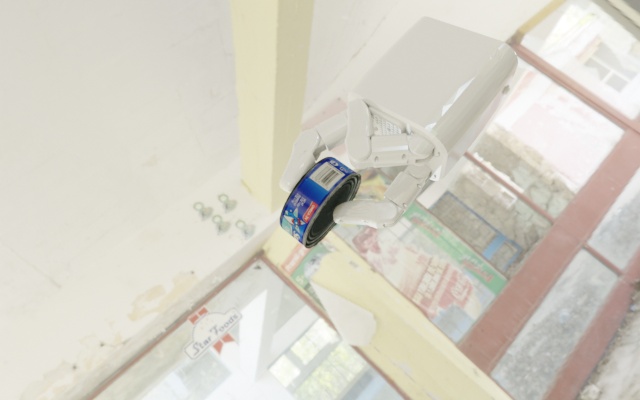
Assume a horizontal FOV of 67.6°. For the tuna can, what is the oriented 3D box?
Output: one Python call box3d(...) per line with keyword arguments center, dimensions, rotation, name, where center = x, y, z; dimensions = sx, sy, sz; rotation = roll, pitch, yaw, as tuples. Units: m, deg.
box3d(center=(0.000, 0.001, 0.452), dimensions=(0.033, 0.086, 0.086), rotation=(36, 11, 15), name="tuna can")
